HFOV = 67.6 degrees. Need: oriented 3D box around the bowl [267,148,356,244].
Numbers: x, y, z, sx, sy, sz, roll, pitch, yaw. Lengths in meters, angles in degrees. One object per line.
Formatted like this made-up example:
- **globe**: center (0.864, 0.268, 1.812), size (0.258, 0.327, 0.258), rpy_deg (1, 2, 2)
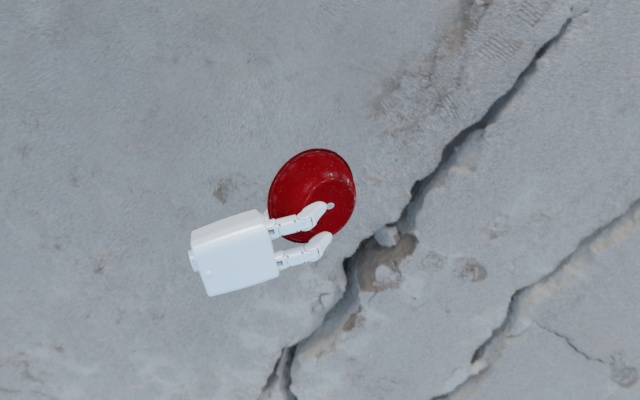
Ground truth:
- **bowl**: center (0.001, 0.002, 0.750), size (0.162, 0.162, 0.055), rpy_deg (0, 19, -33)
